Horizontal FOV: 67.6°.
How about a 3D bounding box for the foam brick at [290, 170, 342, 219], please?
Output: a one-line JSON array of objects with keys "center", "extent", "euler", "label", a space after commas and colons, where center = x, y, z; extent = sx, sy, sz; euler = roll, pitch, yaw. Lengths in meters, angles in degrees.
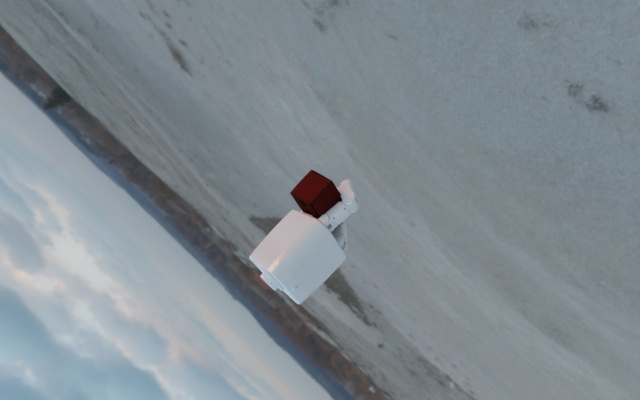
[{"center": [0.000, 0.002, 0.740], "extent": [0.053, 0.051, 0.078], "euler": [30, -20, 45], "label": "foam brick"}]
